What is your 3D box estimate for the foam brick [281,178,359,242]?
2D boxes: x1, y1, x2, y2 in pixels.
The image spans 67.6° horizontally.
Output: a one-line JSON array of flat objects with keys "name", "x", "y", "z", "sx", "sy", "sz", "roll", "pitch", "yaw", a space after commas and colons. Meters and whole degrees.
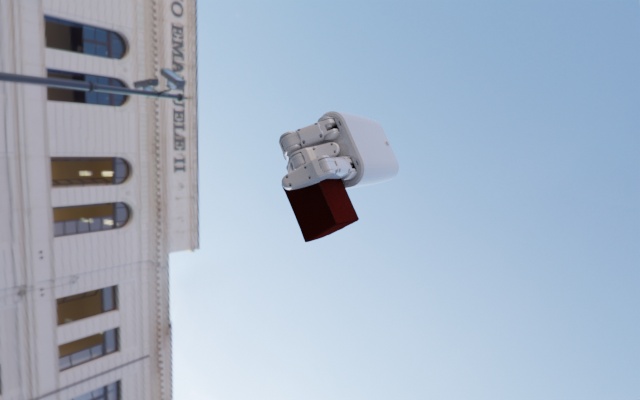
[{"name": "foam brick", "x": 0.000, "y": 0.002, "z": 0.568, "sx": 0.053, "sy": 0.078, "sz": 0.051, "roll": -30, "pitch": -13, "yaw": 33}]
